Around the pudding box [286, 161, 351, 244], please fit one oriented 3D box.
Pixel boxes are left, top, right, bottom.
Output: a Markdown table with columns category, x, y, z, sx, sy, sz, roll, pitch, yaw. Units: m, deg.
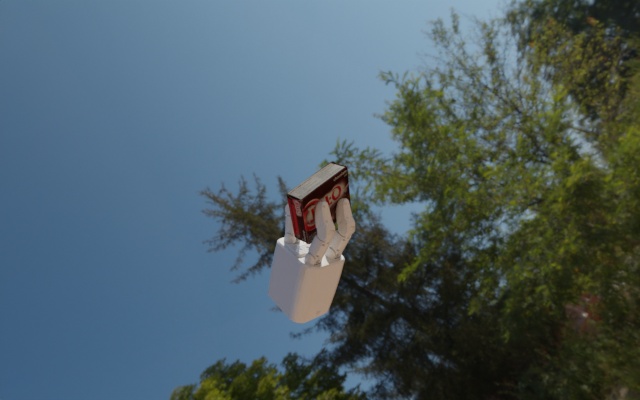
| category | x | y | z | sx | sy | sz | roll | pitch | yaw |
| --- | --- | --- | --- | --- | --- | --- | --- | --- | --- |
| pudding box | 0.000 | 0.003 | 0.772 | 0.039 | 0.090 | 0.113 | 23 | 47 | 33 |
